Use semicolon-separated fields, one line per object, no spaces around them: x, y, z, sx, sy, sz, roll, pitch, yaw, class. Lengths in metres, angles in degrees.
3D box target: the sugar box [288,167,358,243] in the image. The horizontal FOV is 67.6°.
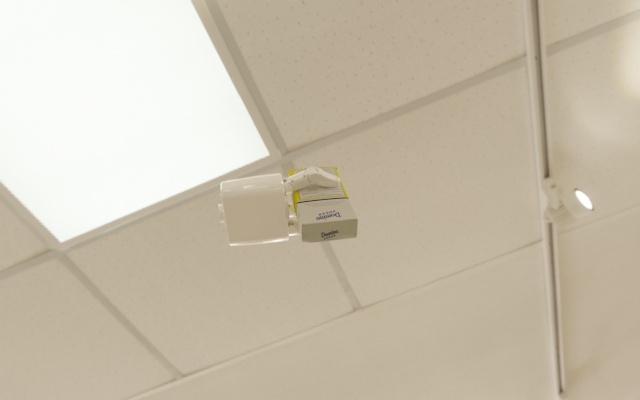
0.000;0.003;0.830;0.093;0.048;0.176;-5;36;-8;sugar box
